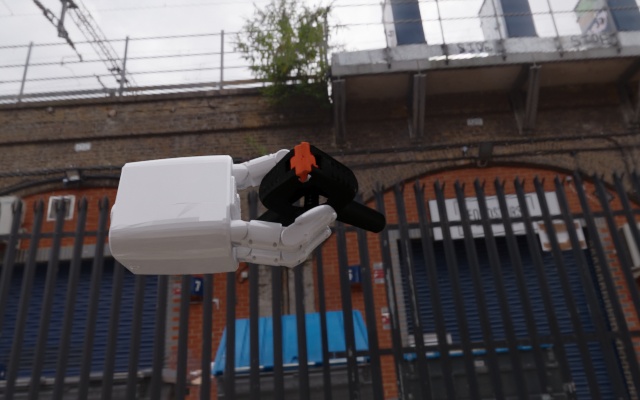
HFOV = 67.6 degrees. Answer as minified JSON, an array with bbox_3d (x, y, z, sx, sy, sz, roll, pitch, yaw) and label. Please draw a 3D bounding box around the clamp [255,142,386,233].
[{"bbox_3d":[0.000,0.001,0.488,0.164,0.036,0.210,-4,-21,-6],"label":"clamp"}]
